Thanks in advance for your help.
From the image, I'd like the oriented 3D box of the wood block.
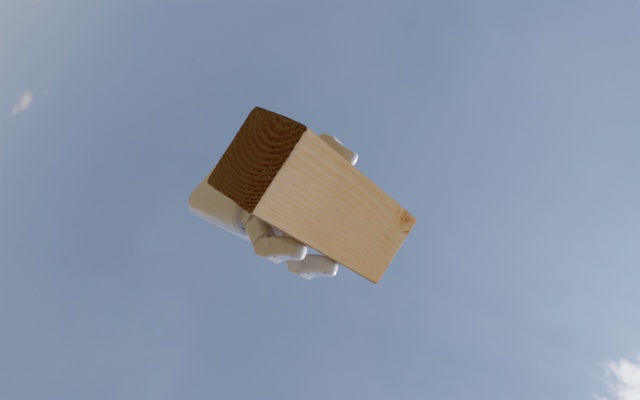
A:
[{"bbox_3d":[0.000,0.001,0.501,0.090,0.091,0.206,29,-3,46],"label":"wood block"}]
